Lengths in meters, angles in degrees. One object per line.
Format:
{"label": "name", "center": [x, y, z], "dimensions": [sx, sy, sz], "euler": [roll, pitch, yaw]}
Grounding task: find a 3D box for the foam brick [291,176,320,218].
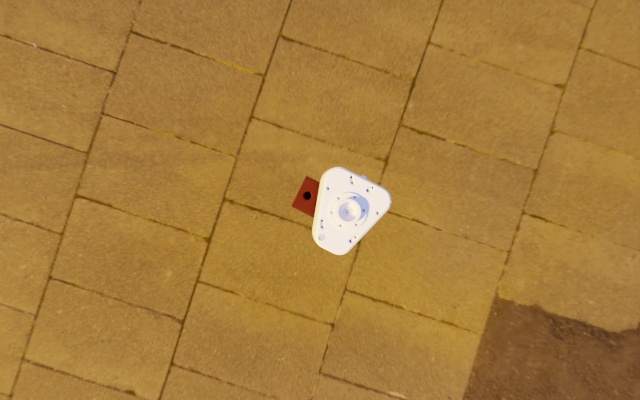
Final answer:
{"label": "foam brick", "center": [0.000, 0.002, 0.737], "dimensions": [0.078, 0.053, 0.051], "euler": [26, 0, 0]}
